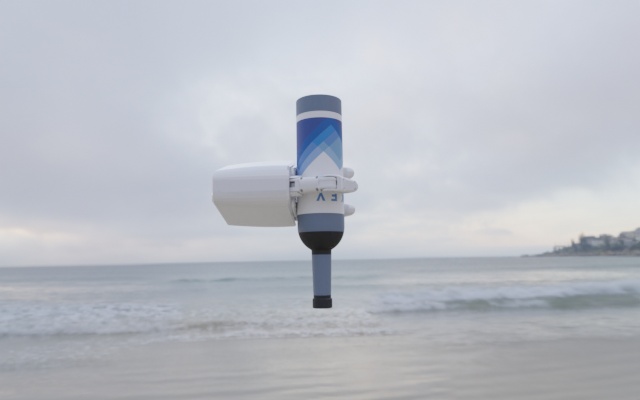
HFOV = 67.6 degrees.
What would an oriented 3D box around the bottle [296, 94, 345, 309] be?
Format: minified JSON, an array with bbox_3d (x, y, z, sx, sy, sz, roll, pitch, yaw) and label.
[{"bbox_3d":[0.000,0.002,0.677,0.069,0.295,0.069,-1,-7,0],"label":"bottle"}]
